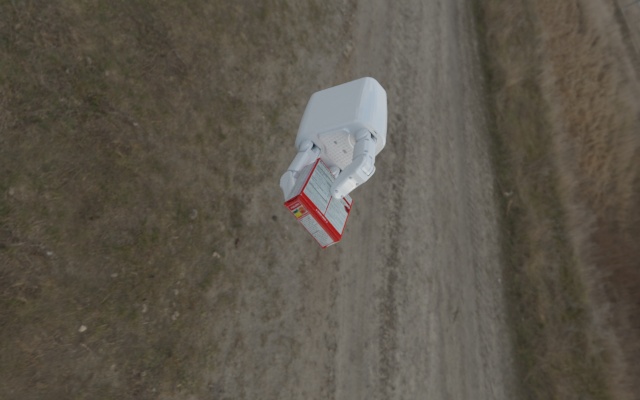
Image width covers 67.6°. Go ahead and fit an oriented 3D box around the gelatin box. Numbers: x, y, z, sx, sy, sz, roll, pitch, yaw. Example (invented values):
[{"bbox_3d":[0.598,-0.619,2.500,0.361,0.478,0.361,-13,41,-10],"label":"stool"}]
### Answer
[{"bbox_3d":[0.000,0.002,0.568,0.030,0.073,0.089,-29,21,30],"label":"gelatin box"}]
